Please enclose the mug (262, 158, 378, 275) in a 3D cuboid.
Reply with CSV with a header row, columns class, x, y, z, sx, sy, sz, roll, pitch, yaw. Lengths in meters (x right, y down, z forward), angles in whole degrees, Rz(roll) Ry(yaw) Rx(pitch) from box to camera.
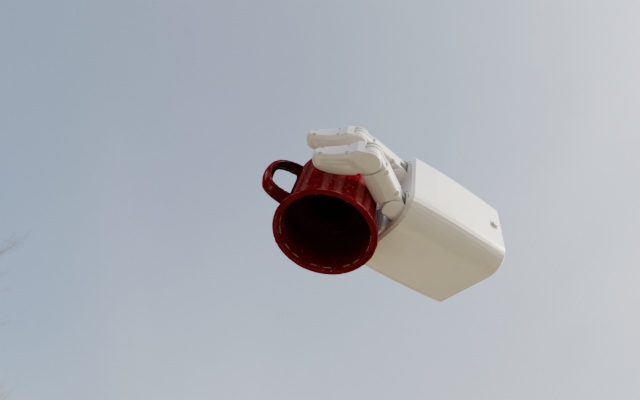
class,x,y,z,sx,sy,sz,roll,pitch,yaw
mug,-0.001,0.001,0.441,0.117,0.093,0.081,29,35,-8
